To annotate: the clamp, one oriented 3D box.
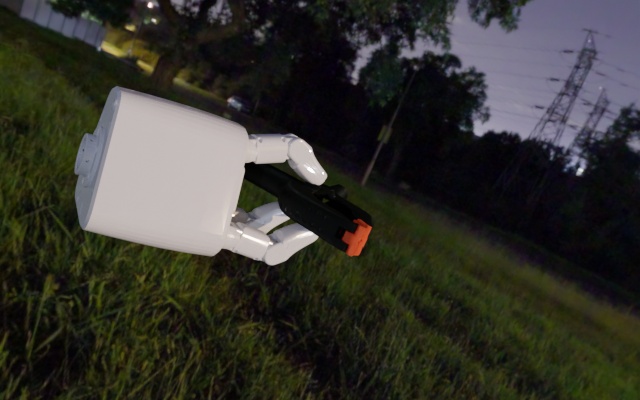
[{"bbox_3d":[0.000,0.001,0.482,0.164,0.036,0.210,16,12,-35],"label":"clamp"}]
